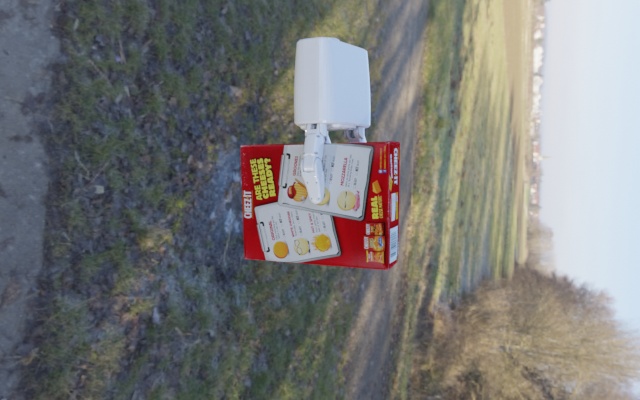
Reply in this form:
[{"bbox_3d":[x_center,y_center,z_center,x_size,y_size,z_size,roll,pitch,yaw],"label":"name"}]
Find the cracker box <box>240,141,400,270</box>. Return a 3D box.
[{"bbox_3d":[0.000,0.002,0.659,0.213,0.164,0.072,1,6,23],"label":"cracker box"}]
